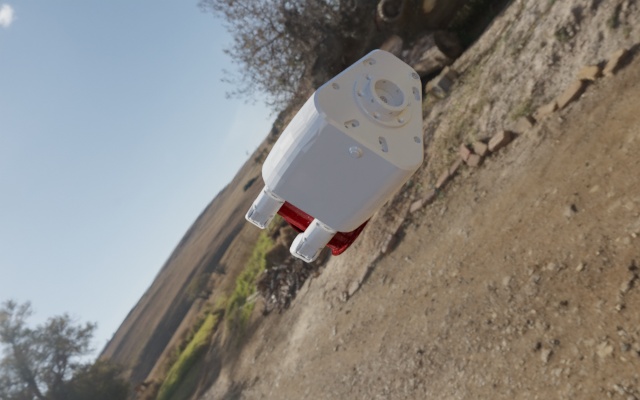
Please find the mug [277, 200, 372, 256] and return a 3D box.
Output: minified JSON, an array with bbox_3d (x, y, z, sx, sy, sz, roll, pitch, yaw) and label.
[{"bbox_3d":[-0.001,0.002,0.495,0.081,0.093,0.117,33,-38,-8],"label":"mug"}]
